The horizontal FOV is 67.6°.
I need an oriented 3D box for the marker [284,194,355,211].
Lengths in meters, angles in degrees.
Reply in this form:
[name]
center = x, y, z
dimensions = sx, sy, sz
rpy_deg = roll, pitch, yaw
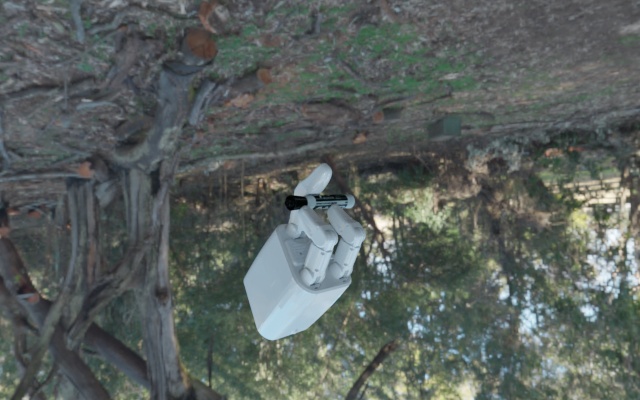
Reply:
[marker]
center = 0.000, 0.002, 0.606
dimensions = 0.020, 0.020, 0.121
rpy_deg = 0, 1, 41
